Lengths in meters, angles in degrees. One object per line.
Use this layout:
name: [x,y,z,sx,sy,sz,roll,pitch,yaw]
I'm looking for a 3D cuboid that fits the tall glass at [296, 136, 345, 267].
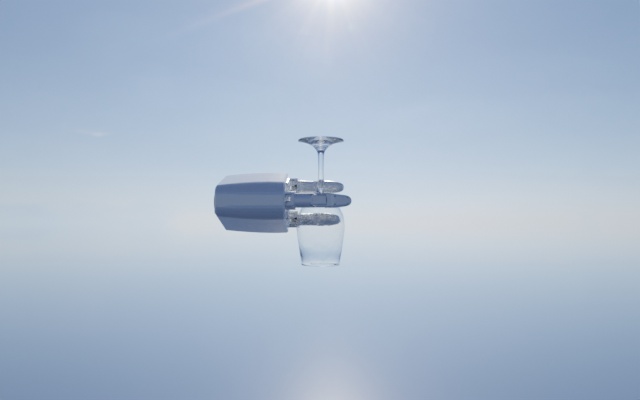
tall glass: [0.000,0.002,0.763,0.079,0.201,0.079,0,-3,0]
